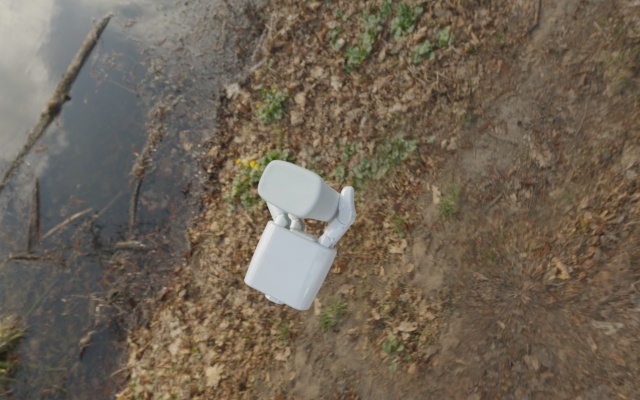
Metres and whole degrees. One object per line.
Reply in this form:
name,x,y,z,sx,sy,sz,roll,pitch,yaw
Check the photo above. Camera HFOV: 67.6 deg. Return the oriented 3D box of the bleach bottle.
bleach bottle,0.000,0.002,0.785,0.102,0.068,0.251,25,0,25
